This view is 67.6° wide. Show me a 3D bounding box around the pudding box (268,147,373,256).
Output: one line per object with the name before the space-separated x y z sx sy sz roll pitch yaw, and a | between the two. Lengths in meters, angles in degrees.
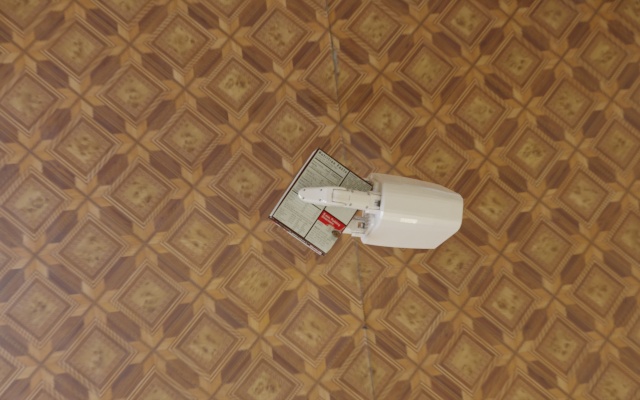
pudding box | 0.000 0.002 0.618 0.090 0.113 0.039 35 -10 -5
